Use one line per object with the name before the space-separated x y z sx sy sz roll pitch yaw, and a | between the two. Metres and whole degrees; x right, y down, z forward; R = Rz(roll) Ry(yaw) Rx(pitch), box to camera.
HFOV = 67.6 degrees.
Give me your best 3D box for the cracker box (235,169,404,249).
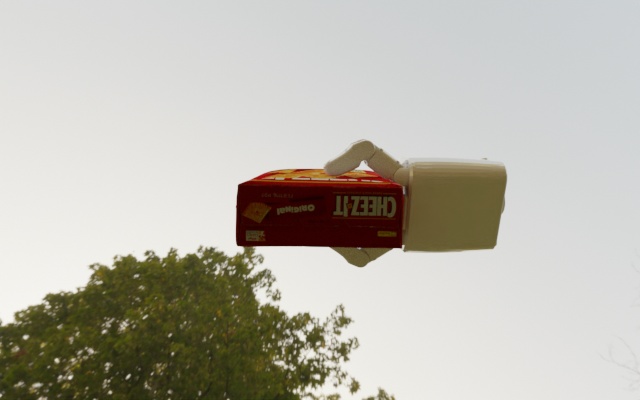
cracker box | 0.000 0.002 0.563 0.164 0.072 0.213 0 6 0
